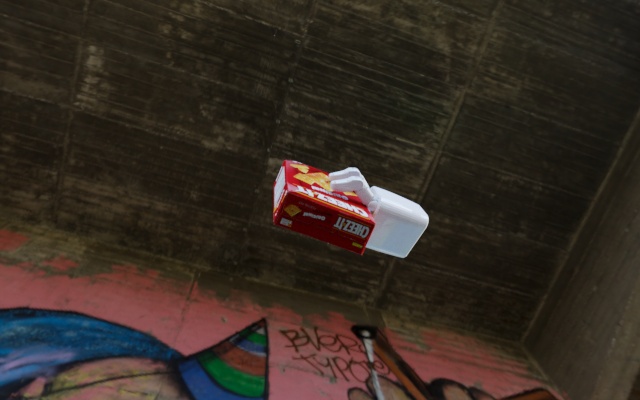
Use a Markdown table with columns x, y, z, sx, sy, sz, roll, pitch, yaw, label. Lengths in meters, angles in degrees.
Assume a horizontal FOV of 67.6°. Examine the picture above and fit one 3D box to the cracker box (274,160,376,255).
| x | y | z | sx | sy | sz | roll | pitch | yaw | label |
| --- | --- | --- | --- | --- | --- | --- | --- | --- | --- |
| 0.000 | 0.003 | 0.886 | 0.164 | 0.072 | 0.213 | 20 | 16 | -12 | cracker box |
